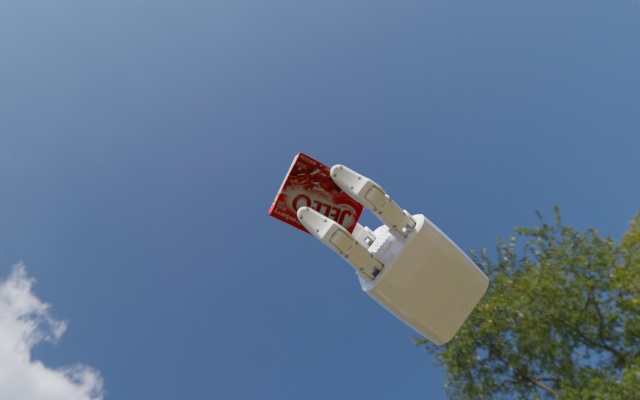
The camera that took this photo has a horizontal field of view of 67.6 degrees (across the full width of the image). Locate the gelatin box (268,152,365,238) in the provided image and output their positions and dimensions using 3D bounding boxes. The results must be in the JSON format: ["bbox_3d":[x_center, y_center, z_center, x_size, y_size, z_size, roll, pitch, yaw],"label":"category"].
[{"bbox_3d":[0.000,0.002,0.504,0.089,0.073,0.030,26,-6,-8],"label":"gelatin box"}]
